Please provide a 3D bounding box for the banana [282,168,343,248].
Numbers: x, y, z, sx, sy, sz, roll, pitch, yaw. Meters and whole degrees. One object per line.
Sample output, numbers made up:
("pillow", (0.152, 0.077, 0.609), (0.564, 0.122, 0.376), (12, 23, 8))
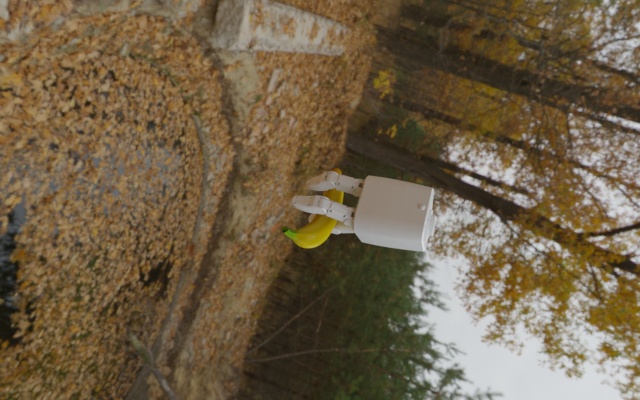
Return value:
("banana", (0.003, 0.020, 0.784), (0.037, 0.070, 0.197), (0, 31, 27))
